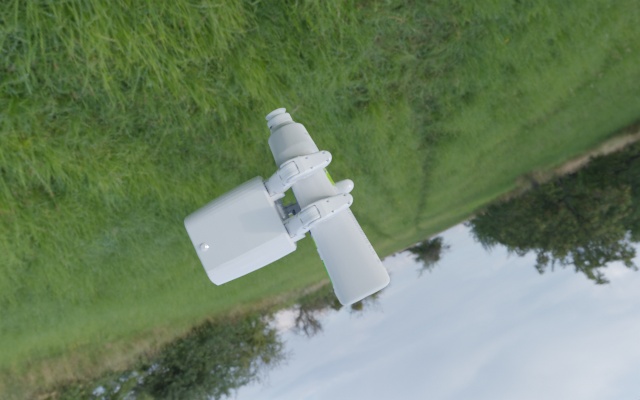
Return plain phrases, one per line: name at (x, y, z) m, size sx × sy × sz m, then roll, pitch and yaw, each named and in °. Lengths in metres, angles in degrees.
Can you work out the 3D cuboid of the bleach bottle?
bleach bottle at (0.000, 0.002, 0.596) m, size 0.068 × 0.251 × 0.102 m, roll -27°, pitch -8°, yaw 1°
